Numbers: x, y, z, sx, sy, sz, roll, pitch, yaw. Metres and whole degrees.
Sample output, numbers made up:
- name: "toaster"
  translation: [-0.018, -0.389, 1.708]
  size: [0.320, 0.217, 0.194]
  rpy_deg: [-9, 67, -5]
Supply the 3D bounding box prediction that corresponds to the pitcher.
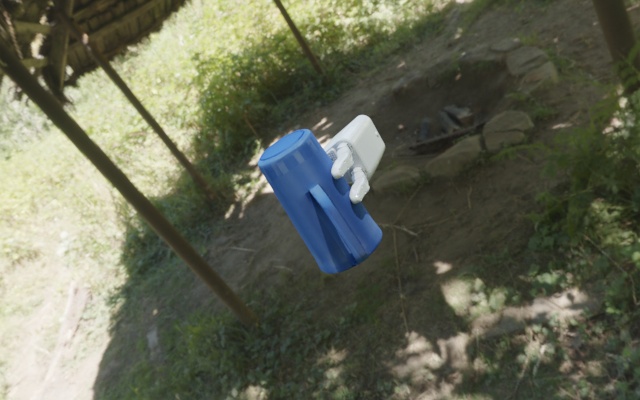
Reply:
- name: "pitcher"
  translation: [0.000, 0.003, 0.836]
  size: [0.149, 0.243, 0.145]
  rpy_deg: [-16, 26, 39]
